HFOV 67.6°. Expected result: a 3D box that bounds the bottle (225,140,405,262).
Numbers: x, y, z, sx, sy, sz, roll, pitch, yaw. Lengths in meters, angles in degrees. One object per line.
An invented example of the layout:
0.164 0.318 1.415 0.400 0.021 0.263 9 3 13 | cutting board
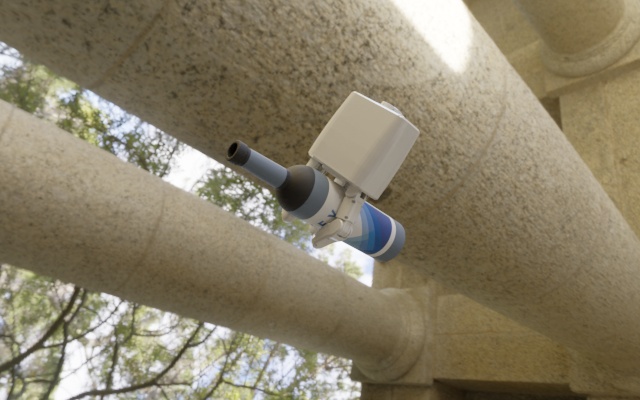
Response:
0.000 0.002 0.637 0.296 0.069 0.069 31 -20 -37 | bottle
